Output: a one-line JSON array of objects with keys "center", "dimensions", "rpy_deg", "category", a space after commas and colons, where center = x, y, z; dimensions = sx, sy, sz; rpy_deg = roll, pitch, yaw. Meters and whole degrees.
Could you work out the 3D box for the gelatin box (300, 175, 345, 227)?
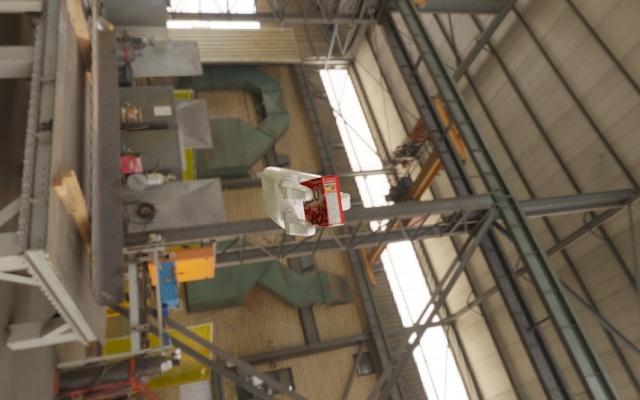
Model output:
[{"center": [0.001, 0.002, 0.722], "dimensions": [0.030, 0.073, 0.089], "rpy_deg": [-8, 0, -25], "category": "gelatin box"}]
